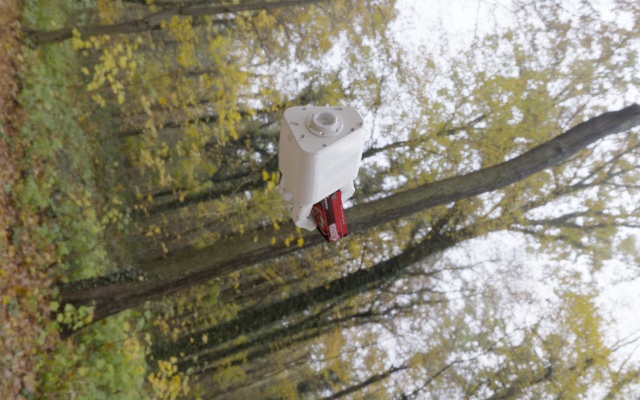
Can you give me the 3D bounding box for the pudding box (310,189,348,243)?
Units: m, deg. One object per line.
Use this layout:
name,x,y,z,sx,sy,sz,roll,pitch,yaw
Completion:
pudding box,0.000,0.002,0.765,0.039,0.090,0.113,-18,29,-15
